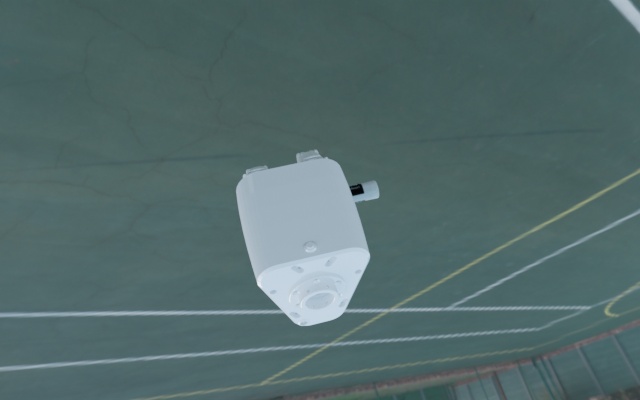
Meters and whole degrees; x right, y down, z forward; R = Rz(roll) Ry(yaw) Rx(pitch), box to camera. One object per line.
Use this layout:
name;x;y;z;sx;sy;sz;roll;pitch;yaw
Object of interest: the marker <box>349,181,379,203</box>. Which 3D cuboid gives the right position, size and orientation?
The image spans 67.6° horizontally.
marker;0.000;0.002;0.491;0.121;0.020;0.020;-13;1;-6
